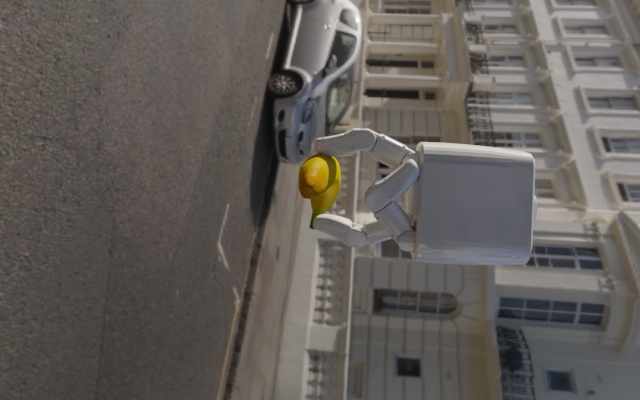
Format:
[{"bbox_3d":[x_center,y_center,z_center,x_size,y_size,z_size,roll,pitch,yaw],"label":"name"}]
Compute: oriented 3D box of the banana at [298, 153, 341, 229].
[{"bbox_3d":[0.002,-0.016,0.513,0.037,0.069,0.198,4,-12,4],"label":"banana"}]
